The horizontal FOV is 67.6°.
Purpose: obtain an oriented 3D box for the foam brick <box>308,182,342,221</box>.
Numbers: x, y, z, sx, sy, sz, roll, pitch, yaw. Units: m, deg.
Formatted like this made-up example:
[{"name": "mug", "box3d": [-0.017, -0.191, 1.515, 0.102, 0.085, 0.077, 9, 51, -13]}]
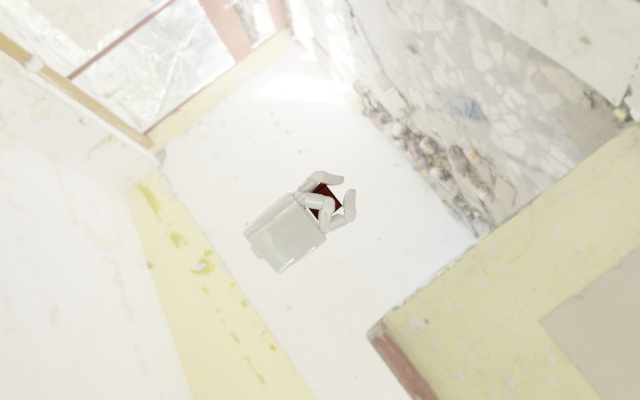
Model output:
[{"name": "foam brick", "box3d": [0.000, 0.003, 0.870, 0.051, 0.053, 0.078, -39, 6, -2]}]
